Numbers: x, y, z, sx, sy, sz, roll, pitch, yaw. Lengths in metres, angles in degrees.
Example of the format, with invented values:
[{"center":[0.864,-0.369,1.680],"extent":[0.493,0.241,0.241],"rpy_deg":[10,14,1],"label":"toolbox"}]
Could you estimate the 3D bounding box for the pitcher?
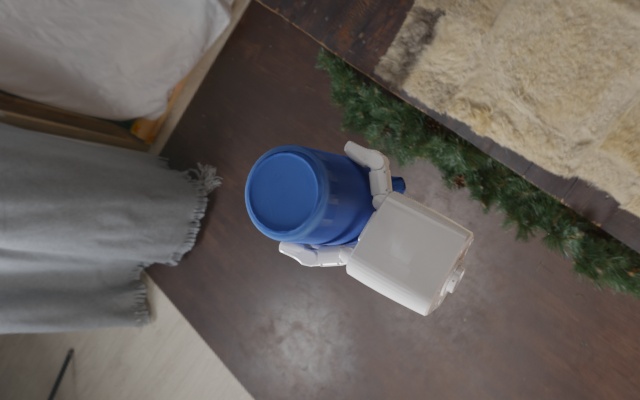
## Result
[{"center":[0.000,0.002,0.629],"extent":[0.145,0.149,0.243],"rpy_deg":[29,9,24],"label":"pitcher"}]
